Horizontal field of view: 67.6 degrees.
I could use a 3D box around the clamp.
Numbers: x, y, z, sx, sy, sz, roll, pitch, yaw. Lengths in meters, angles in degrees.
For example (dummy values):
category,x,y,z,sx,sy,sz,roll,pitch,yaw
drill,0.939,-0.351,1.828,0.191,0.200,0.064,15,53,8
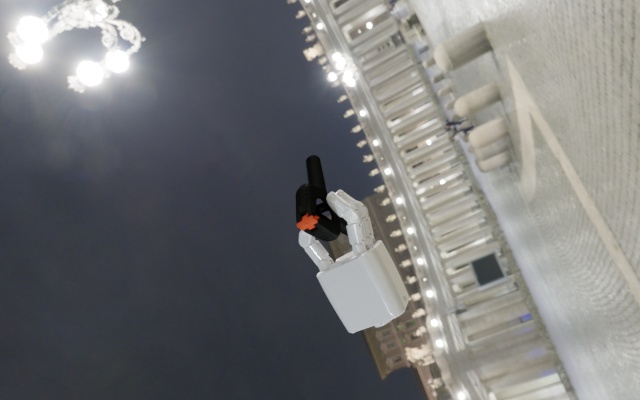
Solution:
category,x,y,z,sx,sy,sz,roll,pitch,yaw
clamp,-0.001,0.003,0.746,0.036,0.164,0.210,-31,-4,17
